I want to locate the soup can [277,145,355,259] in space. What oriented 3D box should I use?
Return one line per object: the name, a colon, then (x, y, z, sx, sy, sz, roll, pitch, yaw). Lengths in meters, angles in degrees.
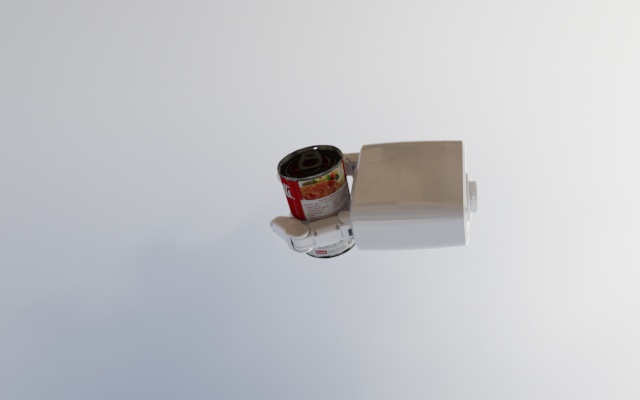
soup can: (0.000, 0.002, 0.503, 0.068, 0.102, 0.068, -11, 32, 7)
